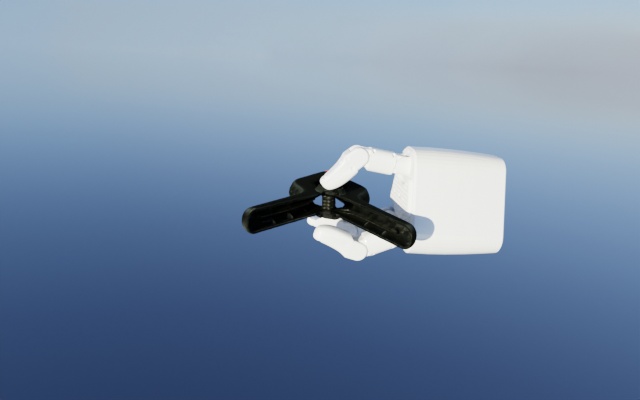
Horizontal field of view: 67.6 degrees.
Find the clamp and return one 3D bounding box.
[{"bbox_3d":[0.000,0.001,0.530,0.164,0.036,0.210,5,16,-7],"label":"clamp"}]
